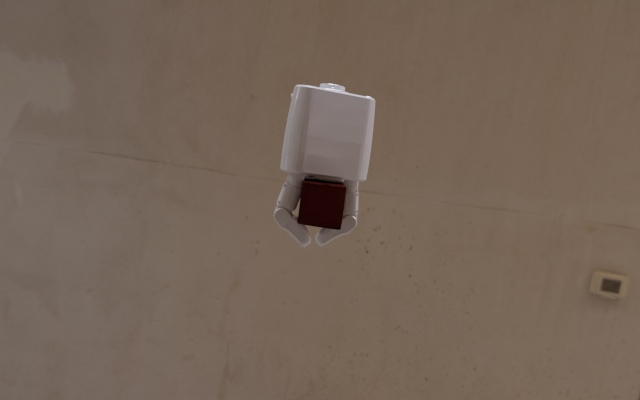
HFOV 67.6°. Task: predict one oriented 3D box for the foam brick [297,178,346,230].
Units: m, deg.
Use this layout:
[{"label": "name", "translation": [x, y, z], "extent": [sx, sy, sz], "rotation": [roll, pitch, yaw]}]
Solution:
[{"label": "foam brick", "translation": [0.000, 0.002, 0.591], "extent": [0.053, 0.051, 0.078], "rotation": [8, 6, -4]}]
